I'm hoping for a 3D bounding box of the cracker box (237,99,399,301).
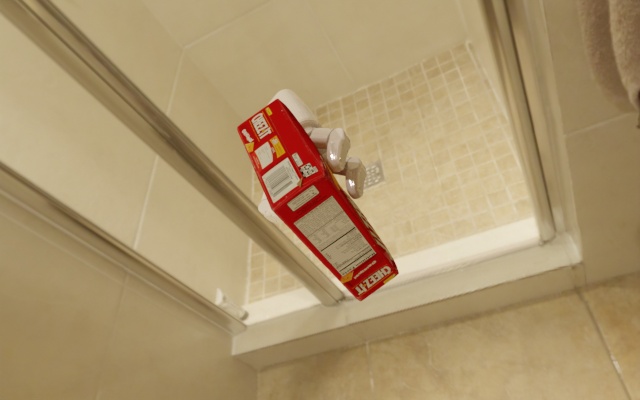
[{"bbox_3d":[0.000,0.002,0.583,0.072,0.164,0.214,-35,-46,5],"label":"cracker box"}]
